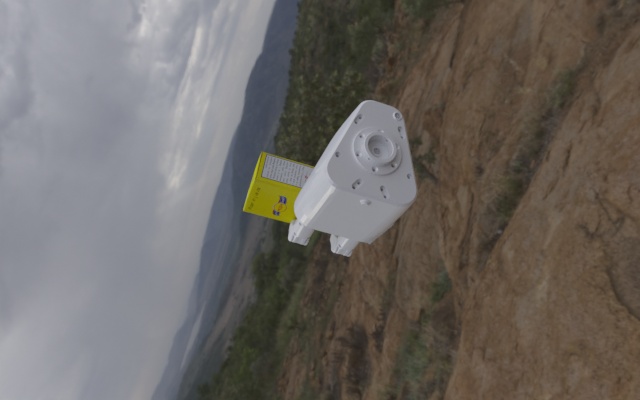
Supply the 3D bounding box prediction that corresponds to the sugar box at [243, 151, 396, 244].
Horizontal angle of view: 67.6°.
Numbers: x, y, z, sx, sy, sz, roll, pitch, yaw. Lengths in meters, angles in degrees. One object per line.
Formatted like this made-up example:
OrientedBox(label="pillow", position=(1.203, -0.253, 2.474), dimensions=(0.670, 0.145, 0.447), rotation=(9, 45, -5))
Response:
OrientedBox(label="sugar box", position=(0.000, 0.002, 0.589), dimensions=(0.176, 0.048, 0.093), rotation=(17, -28, -9))
